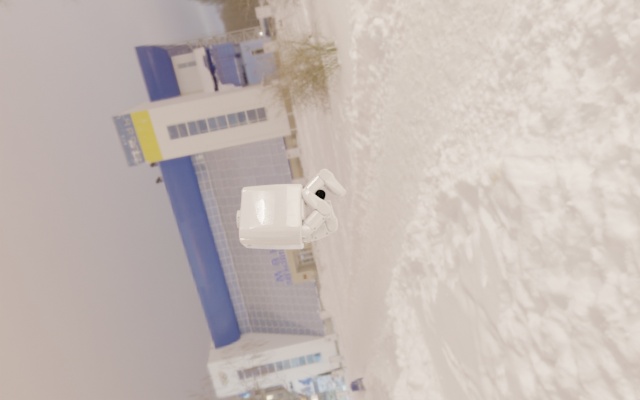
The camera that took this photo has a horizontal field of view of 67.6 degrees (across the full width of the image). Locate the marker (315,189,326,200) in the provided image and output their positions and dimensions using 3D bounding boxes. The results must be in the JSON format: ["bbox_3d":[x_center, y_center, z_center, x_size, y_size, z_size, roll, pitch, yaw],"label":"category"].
[{"bbox_3d":[0.000,0.003,0.891,0.020,0.020,0.121,0,-14,0],"label":"marker"}]
